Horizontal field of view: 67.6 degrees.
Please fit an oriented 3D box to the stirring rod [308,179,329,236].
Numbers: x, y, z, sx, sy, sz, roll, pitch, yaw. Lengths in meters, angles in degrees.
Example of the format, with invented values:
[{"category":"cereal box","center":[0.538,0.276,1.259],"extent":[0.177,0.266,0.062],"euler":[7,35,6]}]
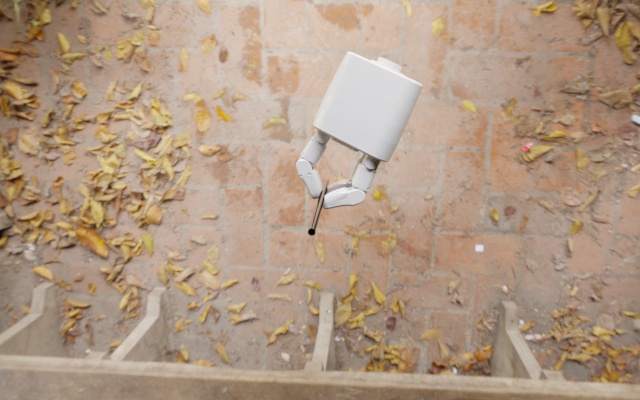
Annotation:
[{"category":"stirring rod","center":[0.000,0.002,0.607],"extent":[0.011,0.011,0.239],"euler":[0,15,5]}]
